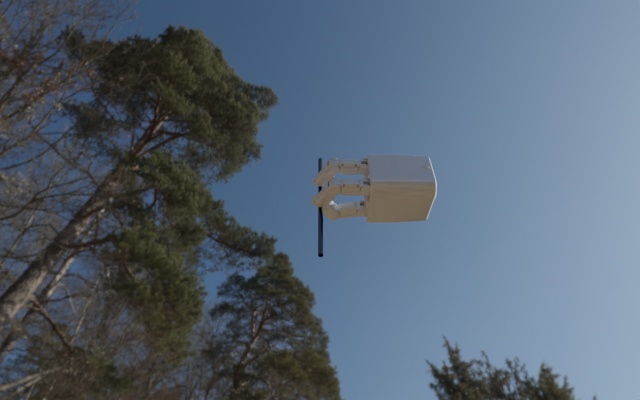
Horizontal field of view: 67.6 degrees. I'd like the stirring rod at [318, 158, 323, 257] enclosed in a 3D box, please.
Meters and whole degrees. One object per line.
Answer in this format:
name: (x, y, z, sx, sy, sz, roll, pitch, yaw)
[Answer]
stirring rod: (0.000, 0.003, 0.796, 0.011, 0.011, 0.239, 0, 41, 0)
